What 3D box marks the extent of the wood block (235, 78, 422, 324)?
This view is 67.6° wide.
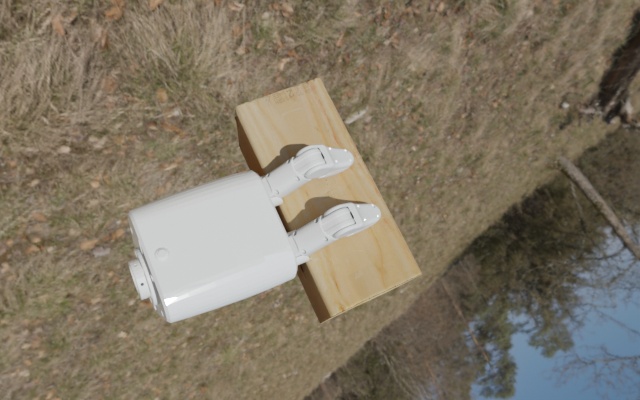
[{"bbox_3d":[0.000,0.002,0.461,0.090,0.206,0.091,-23,-14,-13],"label":"wood block"}]
